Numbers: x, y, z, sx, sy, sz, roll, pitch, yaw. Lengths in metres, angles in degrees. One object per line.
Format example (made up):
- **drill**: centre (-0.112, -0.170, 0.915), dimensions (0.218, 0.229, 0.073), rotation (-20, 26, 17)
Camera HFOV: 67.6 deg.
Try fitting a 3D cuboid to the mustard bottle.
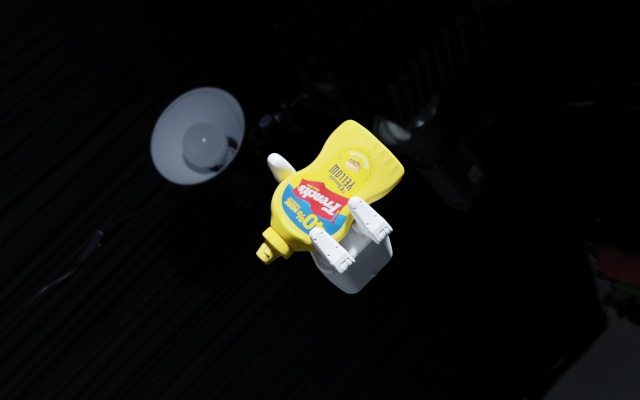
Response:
- **mustard bottle**: centre (0.000, 0.002, 0.561), dimensions (0.191, 0.096, 0.058), rotation (-44, -7, -7)
